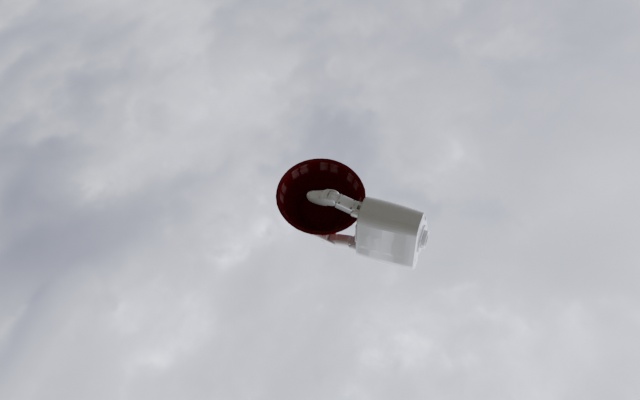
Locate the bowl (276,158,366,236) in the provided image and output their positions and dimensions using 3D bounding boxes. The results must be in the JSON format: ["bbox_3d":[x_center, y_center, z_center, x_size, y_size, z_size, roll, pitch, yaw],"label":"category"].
[{"bbox_3d":[-0.001,0.002,0.875,0.162,0.162,0.055,0,-31,-2],"label":"bowl"}]
